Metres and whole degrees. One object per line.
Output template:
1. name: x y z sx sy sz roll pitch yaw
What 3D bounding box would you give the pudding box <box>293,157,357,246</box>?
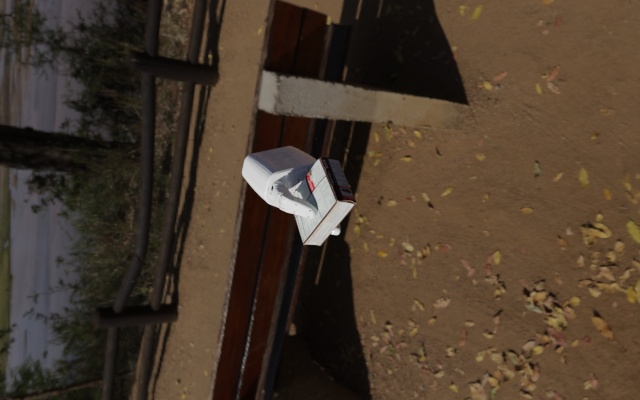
1. pudding box: 0.000 0.002 0.735 0.039 0.090 0.113 3 -40 -33
